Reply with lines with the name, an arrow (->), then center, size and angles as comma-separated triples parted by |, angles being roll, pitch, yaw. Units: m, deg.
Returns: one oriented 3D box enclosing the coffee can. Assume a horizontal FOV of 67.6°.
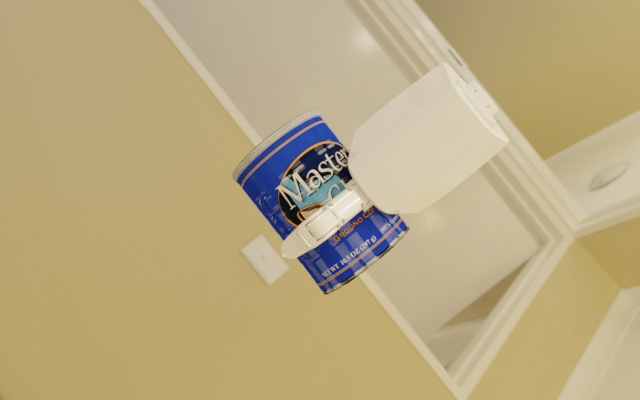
coffee can -> 0.000, 0.001, 0.451 | 0.103, 0.140, 0.103 | -38, -2, -1
